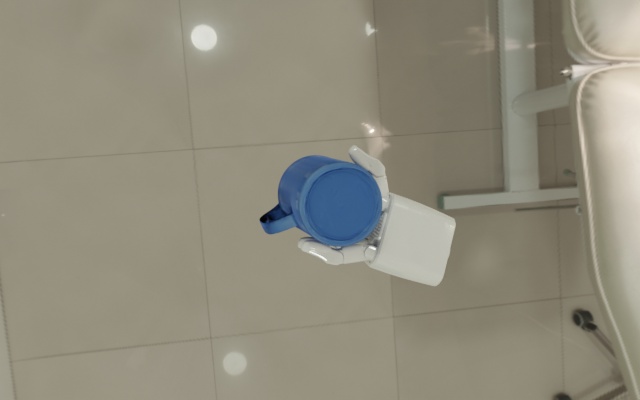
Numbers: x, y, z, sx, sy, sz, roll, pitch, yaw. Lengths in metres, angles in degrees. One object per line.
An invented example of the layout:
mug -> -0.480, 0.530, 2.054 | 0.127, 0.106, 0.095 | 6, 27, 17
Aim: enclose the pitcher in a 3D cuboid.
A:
pitcher -> 0.000, 0.002, 0.706 | 0.145, 0.149, 0.243 | 20, 1, -9
